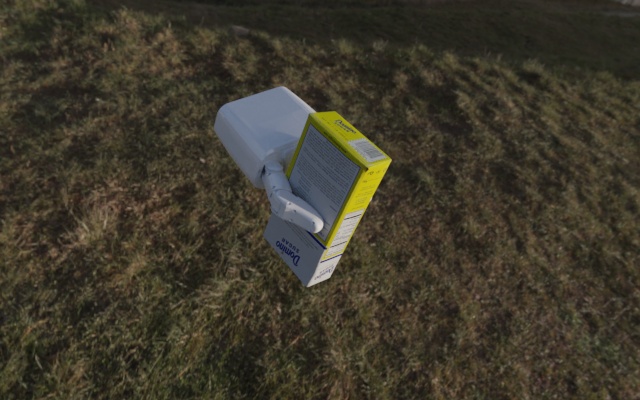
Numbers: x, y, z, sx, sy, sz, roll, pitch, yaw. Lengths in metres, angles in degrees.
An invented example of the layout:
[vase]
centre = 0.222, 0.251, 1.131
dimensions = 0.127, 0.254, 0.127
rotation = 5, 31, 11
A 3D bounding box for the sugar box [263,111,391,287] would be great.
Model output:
[sugar box]
centre = 0.000, 0.001, 0.527
dimensions = 0.048, 0.176, 0.093
rotation = -17, 52, -41
